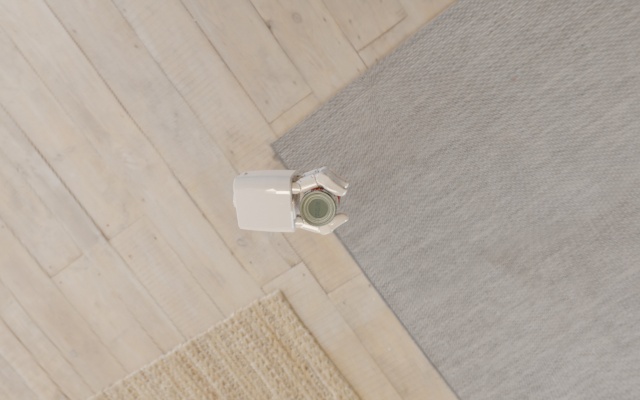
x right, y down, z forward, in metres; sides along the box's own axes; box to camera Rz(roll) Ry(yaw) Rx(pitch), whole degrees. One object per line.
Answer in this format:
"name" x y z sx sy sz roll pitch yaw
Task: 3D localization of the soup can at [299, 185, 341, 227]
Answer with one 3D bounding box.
"soup can" 0.001 0.003 0.884 0.068 0.068 0.102 0 13 6
